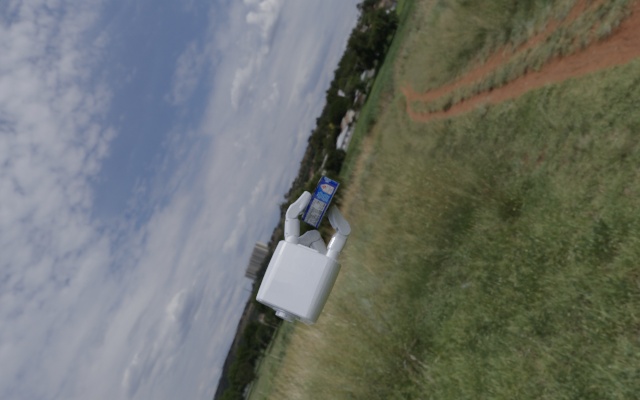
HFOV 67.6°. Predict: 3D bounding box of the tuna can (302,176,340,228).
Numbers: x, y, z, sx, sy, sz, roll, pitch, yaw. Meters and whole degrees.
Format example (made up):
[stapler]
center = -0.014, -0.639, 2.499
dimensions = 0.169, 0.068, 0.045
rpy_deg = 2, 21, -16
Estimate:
[tuna can]
center = 0.000, 0.002, 0.815
dimensions = 0.034, 0.086, 0.086
rpy_deg = 26, 1, 1
